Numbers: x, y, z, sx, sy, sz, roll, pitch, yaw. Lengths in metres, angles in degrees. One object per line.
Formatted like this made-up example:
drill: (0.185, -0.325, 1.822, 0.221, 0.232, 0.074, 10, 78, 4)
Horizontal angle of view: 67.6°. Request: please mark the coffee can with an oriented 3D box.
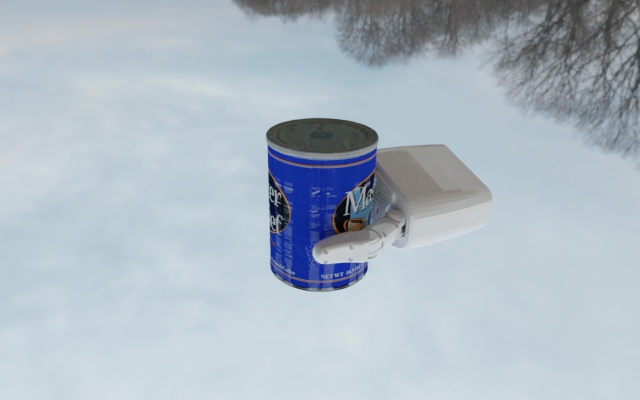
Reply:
coffee can: (0.000, 0.001, 0.464, 0.103, 0.140, 0.102, 1, 26, -1)
